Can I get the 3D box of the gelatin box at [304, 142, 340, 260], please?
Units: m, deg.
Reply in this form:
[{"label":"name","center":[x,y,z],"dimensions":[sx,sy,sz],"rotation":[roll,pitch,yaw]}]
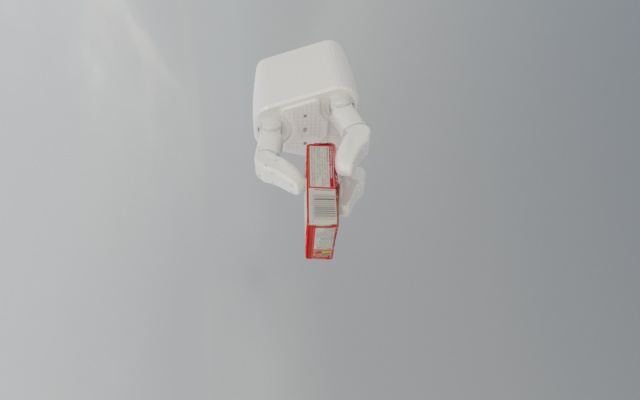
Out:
[{"label":"gelatin box","center":[0.000,0.002,0.454],"dimensions":[0.030,0.089,0.073],"rotation":[1,-30,-3]}]
